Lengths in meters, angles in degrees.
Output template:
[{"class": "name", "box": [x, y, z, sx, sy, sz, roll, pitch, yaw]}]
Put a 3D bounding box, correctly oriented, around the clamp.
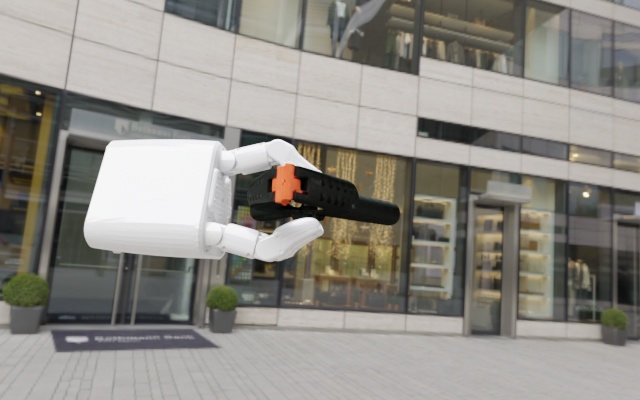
[{"class": "clamp", "box": [0.000, 0.001, 0.439, 0.164, 0.036, 0.210, 1, -8, 2]}]
